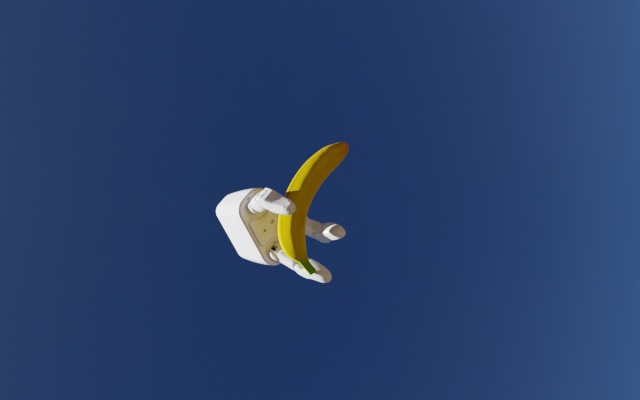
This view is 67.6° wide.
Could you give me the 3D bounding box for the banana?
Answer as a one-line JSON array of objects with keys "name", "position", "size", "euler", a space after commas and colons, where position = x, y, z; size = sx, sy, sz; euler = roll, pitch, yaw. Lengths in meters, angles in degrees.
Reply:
[{"name": "banana", "position": [-0.016, -0.001, 0.662], "size": [0.070, 0.197, 0.037], "euler": [23, -16, -25]}]
